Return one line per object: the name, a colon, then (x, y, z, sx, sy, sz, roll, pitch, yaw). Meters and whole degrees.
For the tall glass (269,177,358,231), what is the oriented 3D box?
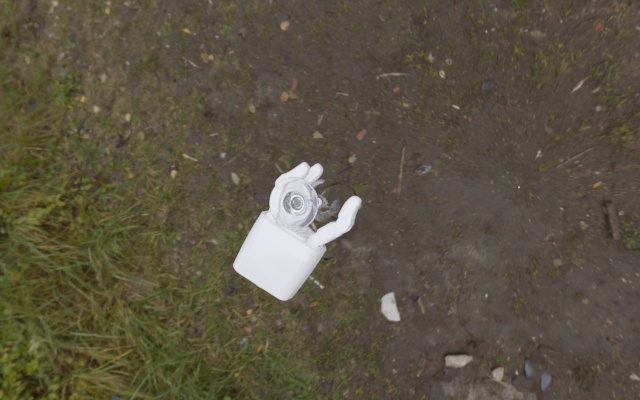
tall glass: (0.000, 0.002, 0.747, 0.079, 0.079, 0.201, 0, 2, 23)
